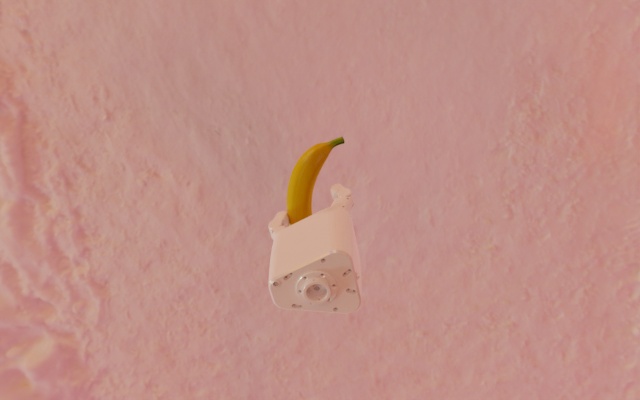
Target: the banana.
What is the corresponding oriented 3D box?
[{"bbox_3d":[-0.017,-0.004,0.718,0.069,0.198,0.037,10,24,-10],"label":"banana"}]
